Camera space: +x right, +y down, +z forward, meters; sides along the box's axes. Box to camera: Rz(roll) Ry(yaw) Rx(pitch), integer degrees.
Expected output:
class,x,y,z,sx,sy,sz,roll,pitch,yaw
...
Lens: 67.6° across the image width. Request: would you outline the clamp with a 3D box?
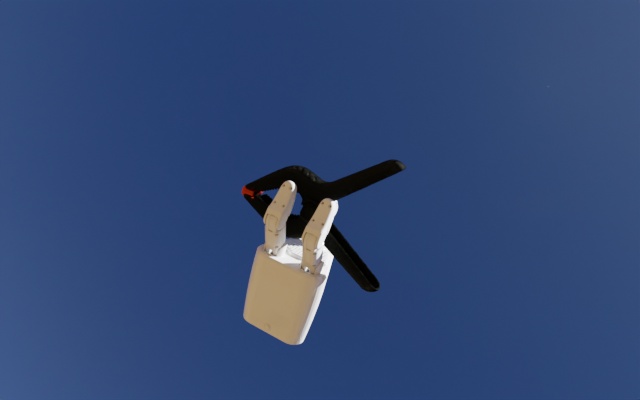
class,x,y,z,sx,sy,sz,roll,pitch,yaw
clamp,0.000,0.002,0.594,0.210,0.164,0.036,23,18,19
